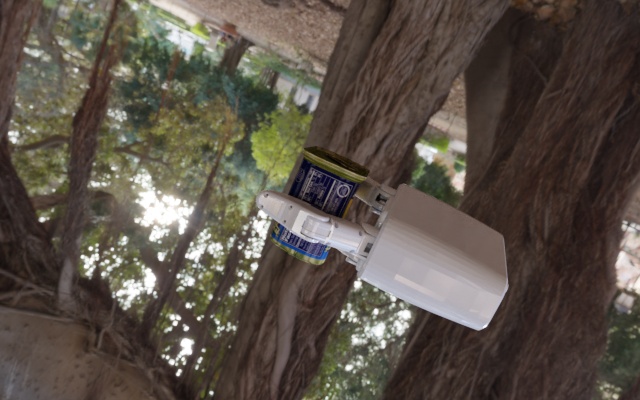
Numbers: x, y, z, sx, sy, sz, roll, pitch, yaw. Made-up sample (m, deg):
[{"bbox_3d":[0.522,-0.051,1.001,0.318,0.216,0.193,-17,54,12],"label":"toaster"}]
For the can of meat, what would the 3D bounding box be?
[{"bbox_3d":[0.000,0.002,0.429,0.057,0.084,0.102,25,11,4],"label":"can of meat"}]
